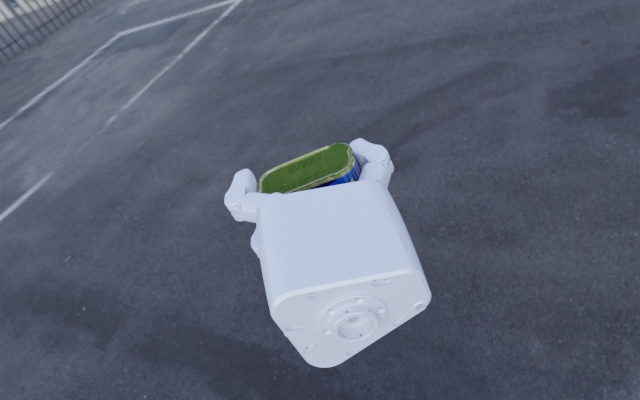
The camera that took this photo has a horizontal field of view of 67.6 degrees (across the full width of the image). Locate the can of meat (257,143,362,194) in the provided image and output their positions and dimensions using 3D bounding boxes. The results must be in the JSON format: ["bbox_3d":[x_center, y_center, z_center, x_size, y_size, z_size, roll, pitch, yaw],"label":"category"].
[{"bbox_3d":[0.000,0.001,0.462,0.102,0.084,0.057,-22,37,9],"label":"can of meat"}]
